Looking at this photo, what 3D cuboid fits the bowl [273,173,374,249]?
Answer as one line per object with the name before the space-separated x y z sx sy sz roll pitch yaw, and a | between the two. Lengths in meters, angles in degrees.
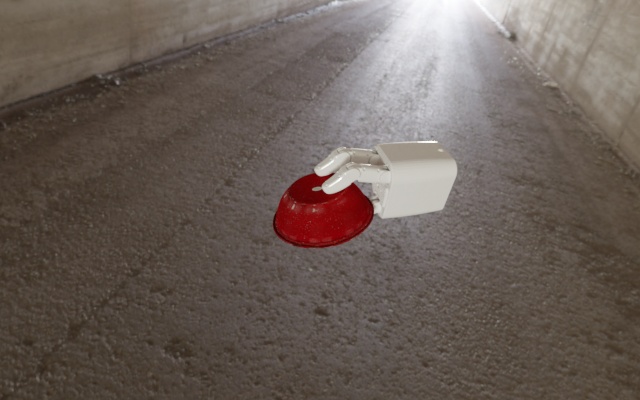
bowl | -0.001 0.003 0.735 0.162 0.055 0.162 -7 34 5
